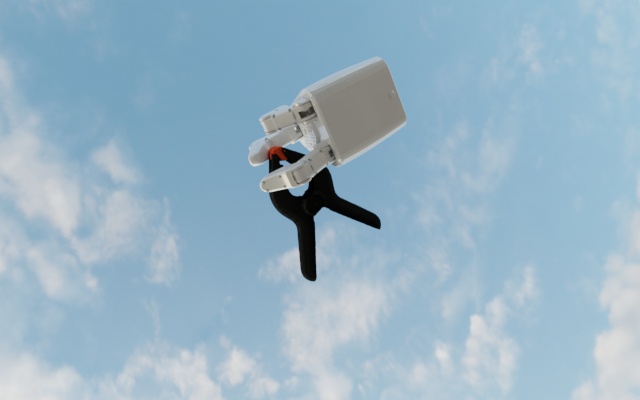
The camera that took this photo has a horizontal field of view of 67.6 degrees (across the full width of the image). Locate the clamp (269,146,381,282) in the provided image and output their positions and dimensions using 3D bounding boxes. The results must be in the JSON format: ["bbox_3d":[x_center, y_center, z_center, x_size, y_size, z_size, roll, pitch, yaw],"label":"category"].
[{"bbox_3d":[0.000,0.002,0.583,0.120,0.171,0.039,-31,20,-18],"label":"clamp"}]
